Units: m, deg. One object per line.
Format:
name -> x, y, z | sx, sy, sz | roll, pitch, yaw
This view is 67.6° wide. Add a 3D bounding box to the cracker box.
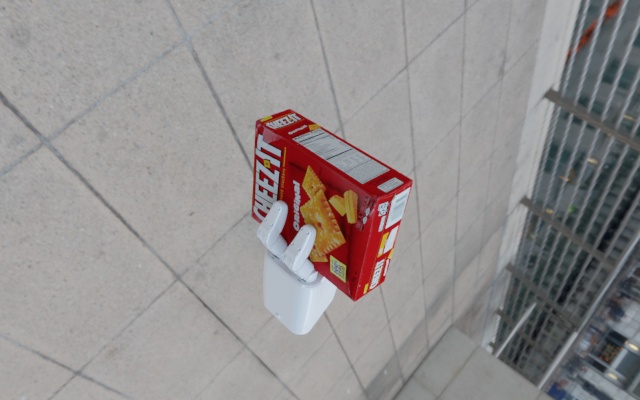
cracker box -> 0.000, 0.002, 0.621 | 0.072, 0.164, 0.213 | -26, 48, -39
